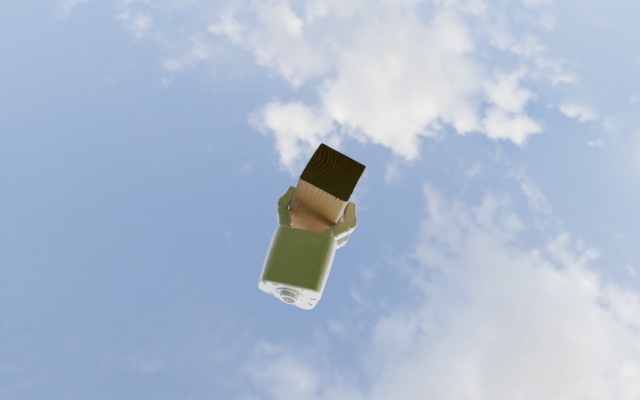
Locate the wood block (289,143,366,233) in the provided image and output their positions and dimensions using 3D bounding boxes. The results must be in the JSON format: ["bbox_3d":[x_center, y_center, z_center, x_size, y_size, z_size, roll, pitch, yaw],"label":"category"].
[{"bbox_3d":[0.000,0.003,0.880,0.091,0.090,0.206,28,-33,3],"label":"wood block"}]
